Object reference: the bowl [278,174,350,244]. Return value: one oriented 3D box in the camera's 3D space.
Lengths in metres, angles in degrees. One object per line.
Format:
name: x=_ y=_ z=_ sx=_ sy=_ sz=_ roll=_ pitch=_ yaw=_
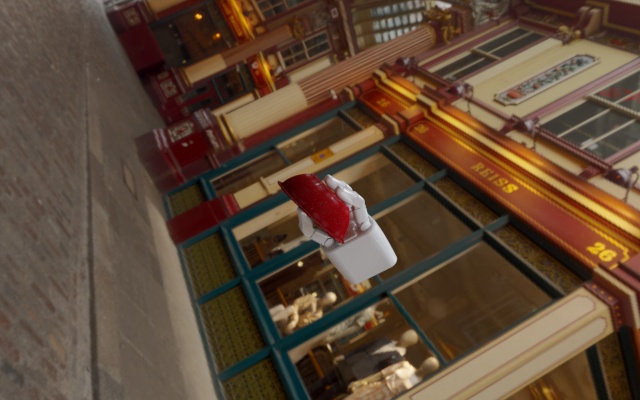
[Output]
bowl: x=0.000 y=0.002 z=0.846 sx=0.162 sy=0.055 sz=0.162 roll=43 pitch=3 yaw=-3
